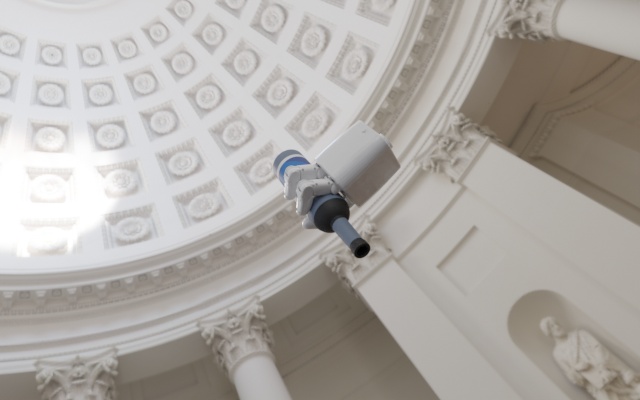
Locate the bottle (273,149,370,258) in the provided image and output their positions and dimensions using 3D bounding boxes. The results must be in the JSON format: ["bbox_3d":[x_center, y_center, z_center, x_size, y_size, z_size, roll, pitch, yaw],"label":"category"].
[{"bbox_3d":[0.000,0.003,0.815,0.069,0.069,0.295,0,29,-29],"label":"bottle"}]
